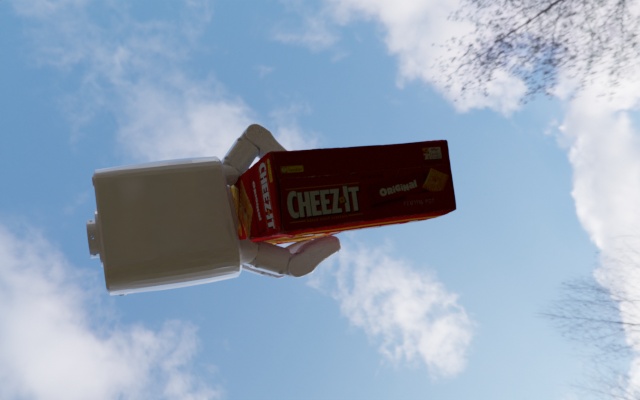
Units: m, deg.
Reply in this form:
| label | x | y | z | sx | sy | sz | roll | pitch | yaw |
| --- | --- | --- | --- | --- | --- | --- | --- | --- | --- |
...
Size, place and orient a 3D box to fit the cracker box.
| label | x | y | z | sx | sy | sz | roll | pitch | yaw |
| --- | --- | --- | --- | --- | --- | --- | --- | --- | --- |
| cracker box | 0.000 | 0.001 | 0.472 | 0.164 | 0.072 | 0.214 | -7 | -4 | -24 |
